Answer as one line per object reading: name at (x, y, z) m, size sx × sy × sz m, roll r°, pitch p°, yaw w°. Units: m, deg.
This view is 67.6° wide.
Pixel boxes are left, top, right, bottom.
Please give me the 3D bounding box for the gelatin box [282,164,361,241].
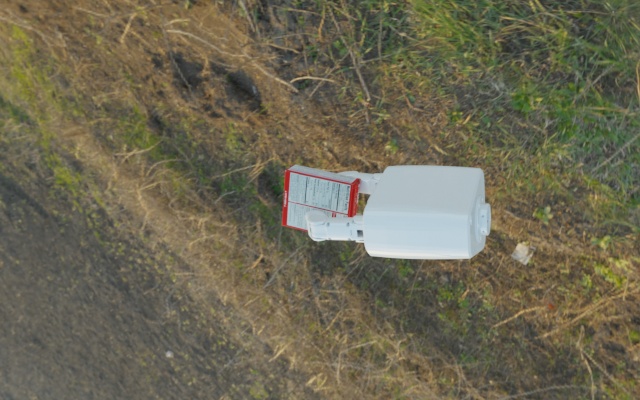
gelatin box at (0.000, 0.002, 0.573) m, size 0.089 × 0.073 × 0.030 m, roll 12°, pitch 23°, yaw 18°
